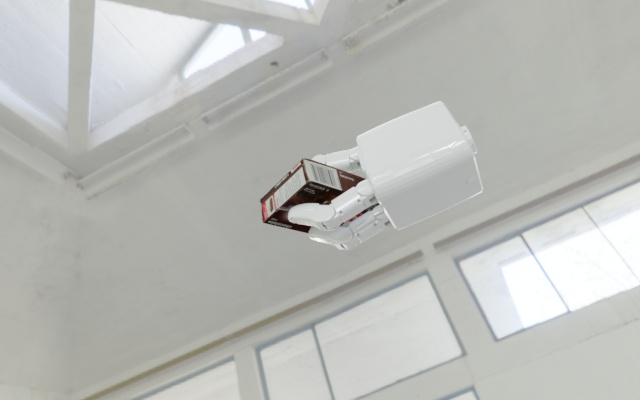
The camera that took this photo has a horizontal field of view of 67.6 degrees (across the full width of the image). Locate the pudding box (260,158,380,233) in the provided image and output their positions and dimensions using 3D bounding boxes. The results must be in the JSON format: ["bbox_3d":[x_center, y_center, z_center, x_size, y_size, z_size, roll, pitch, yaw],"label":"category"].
[{"bbox_3d":[0.000,0.002,0.561,0.113,0.039,0.090,18,-45,-36],"label":"pudding box"}]
